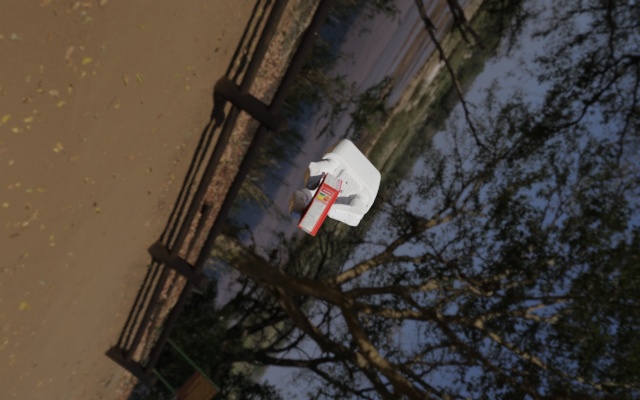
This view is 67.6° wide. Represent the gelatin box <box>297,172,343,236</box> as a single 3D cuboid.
[{"bbox_3d":[0.000,0.003,0.689,0.030,0.073,0.089,30,14,-3],"label":"gelatin box"}]
